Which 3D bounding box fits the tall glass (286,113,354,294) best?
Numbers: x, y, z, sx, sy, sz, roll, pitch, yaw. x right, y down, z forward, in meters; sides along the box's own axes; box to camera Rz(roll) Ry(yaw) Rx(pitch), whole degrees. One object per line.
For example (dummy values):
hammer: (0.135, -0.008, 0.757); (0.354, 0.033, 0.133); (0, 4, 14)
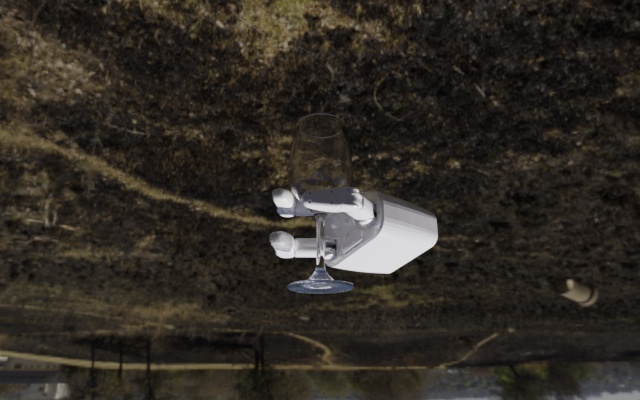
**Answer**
tall glass: (0.000, 0.002, 0.554); (0.079, 0.201, 0.079); (0, -20, 0)
